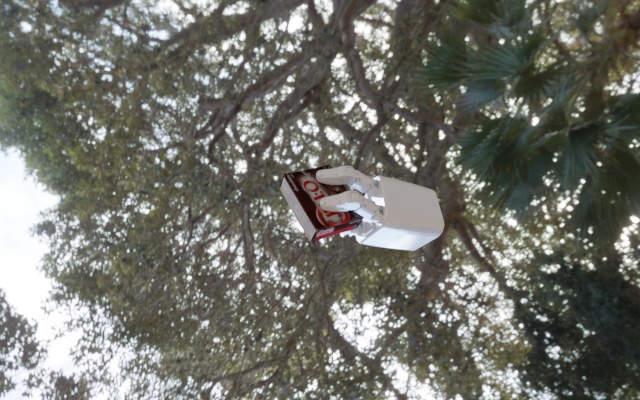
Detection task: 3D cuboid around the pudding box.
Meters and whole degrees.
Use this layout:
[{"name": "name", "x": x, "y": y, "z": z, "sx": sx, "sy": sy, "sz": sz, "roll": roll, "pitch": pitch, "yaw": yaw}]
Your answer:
[{"name": "pudding box", "x": 0.000, "y": 0.003, "z": 0.739, "sx": 0.090, "sy": 0.113, "sz": 0.039, "roll": -14, "pitch": -33, "yaw": -34}]
